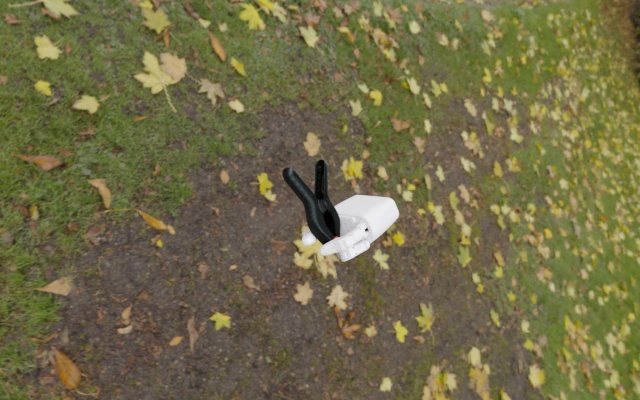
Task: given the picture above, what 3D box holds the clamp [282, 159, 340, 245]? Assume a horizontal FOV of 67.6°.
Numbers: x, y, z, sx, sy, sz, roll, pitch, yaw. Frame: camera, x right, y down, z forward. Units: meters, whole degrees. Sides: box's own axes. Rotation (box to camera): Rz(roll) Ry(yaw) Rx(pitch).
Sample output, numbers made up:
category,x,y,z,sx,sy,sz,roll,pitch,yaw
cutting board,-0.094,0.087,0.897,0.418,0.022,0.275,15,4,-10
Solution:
category,x,y,z,sx,sy,sz,roll,pitch,yaw
clamp,0.001,0.003,0.887,0.039,0.171,0.120,-15,12,43
